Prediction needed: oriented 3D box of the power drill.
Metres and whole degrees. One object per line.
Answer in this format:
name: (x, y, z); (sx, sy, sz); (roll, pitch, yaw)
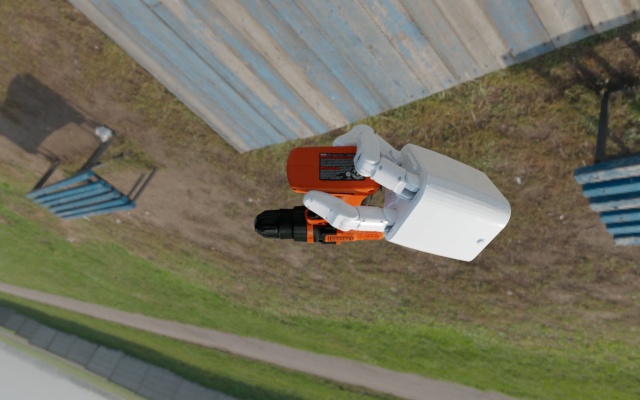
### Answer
power drill: (0.000, 0.002, 0.600); (0.184, 0.057, 0.188); (-2, -24, -1)
